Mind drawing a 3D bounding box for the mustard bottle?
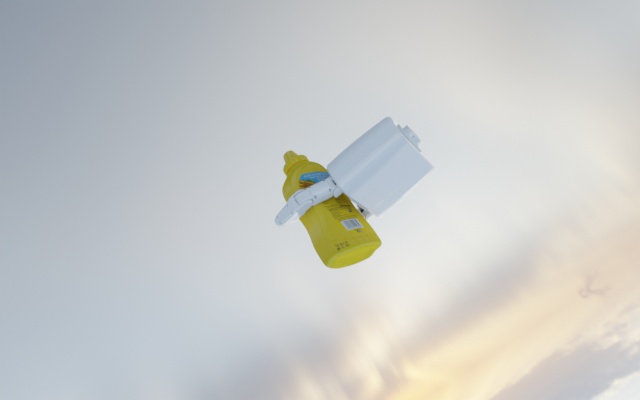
[{"bbox_3d":[0.000,0.003,0.672,0.096,0.191,0.058,-8,-35,-43],"label":"mustard bottle"}]
